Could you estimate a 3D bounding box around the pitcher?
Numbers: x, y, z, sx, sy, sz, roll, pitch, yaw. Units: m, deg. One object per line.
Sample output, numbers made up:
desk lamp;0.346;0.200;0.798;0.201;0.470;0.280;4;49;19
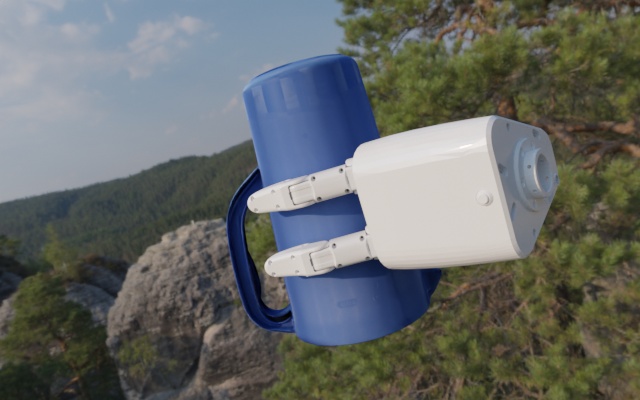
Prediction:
pitcher;0.000;0.001;0.444;0.145;0.243;0.149;-9;9;44
